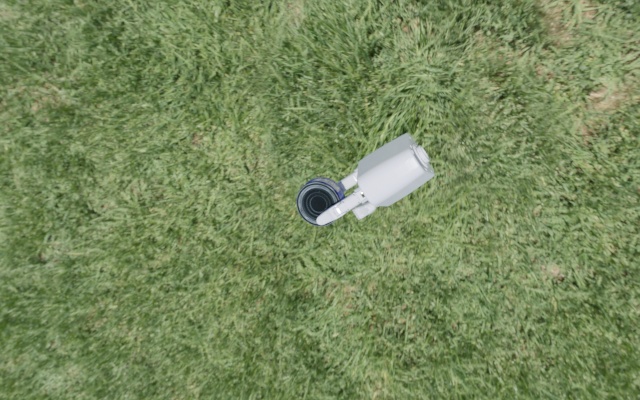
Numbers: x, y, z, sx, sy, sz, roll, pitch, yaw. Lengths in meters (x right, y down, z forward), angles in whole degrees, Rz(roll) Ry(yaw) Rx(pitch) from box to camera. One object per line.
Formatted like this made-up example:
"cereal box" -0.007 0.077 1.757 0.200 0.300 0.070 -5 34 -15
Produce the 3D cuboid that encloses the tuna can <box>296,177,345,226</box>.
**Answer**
"tuna can" 0.000 0.003 0.861 0.086 0.086 0.033 0 17 18
